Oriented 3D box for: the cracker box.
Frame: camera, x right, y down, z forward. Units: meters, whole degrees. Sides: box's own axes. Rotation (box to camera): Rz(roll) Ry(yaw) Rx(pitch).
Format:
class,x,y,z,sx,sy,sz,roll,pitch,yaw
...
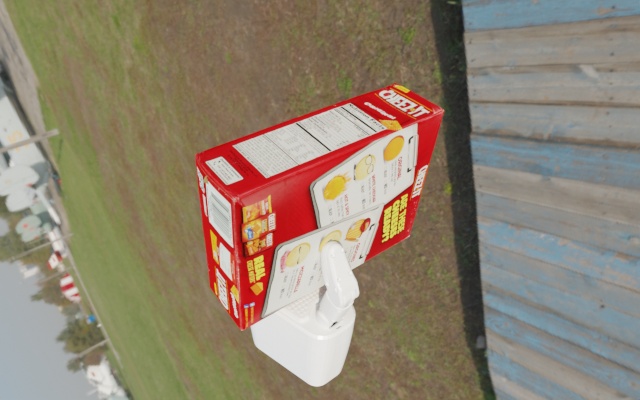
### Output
class,x,y,z,sx,sy,sz,roll,pitch,yaw
cracker box,0.000,0.002,0.437,0.213,0.164,0.072,-26,51,-29
